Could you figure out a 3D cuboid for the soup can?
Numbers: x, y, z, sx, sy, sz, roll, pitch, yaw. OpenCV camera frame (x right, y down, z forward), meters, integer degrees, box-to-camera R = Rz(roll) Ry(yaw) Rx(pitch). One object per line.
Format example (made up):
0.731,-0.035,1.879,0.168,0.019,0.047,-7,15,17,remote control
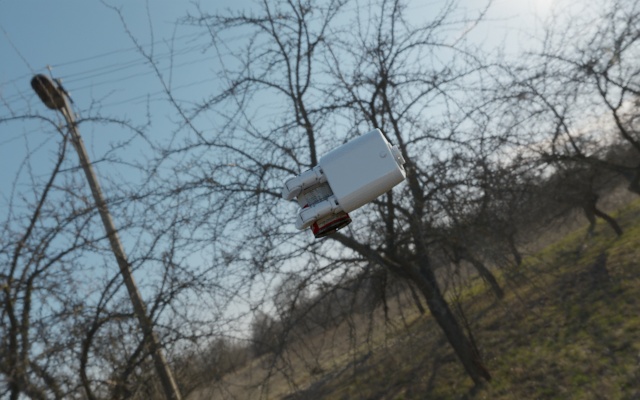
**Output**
0.000,0.003,0.788,0.068,0.102,0.068,-24,-13,-6,soup can
